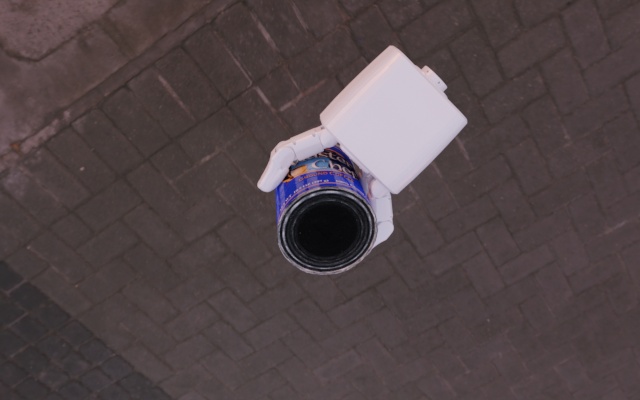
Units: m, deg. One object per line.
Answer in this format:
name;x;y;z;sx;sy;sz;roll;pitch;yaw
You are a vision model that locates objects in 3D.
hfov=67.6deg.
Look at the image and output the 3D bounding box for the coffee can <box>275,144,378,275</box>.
coffee can;0.000;0.002;0.539;0.103;0.103;0.140;0;26;-7
